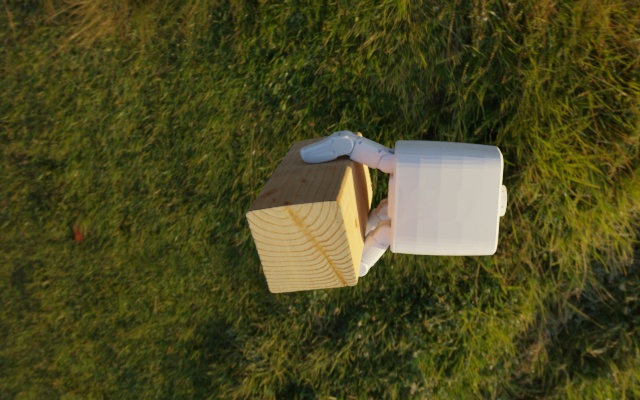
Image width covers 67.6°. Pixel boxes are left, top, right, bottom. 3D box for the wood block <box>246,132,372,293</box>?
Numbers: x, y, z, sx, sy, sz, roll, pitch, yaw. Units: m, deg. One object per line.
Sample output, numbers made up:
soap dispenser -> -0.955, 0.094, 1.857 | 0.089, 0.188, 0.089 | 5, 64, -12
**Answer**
wood block -> 0.000, 0.001, 0.527 | 0.090, 0.091, 0.206 | -7, 23, 13
